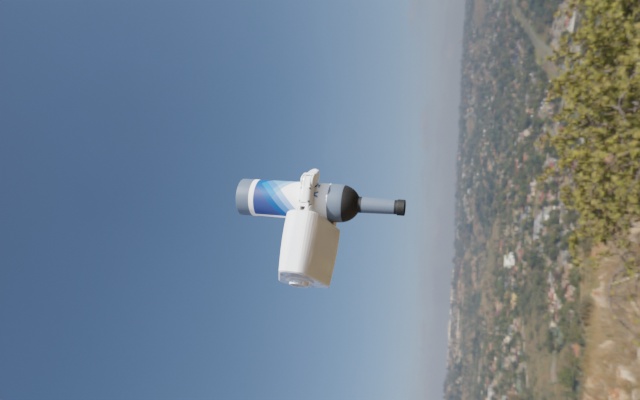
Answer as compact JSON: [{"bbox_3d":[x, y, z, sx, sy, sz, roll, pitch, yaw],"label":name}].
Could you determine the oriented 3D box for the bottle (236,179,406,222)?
[{"bbox_3d":[0.000,0.003,0.840,0.295,0.069,0.069,4,1,14],"label":"bottle"}]
